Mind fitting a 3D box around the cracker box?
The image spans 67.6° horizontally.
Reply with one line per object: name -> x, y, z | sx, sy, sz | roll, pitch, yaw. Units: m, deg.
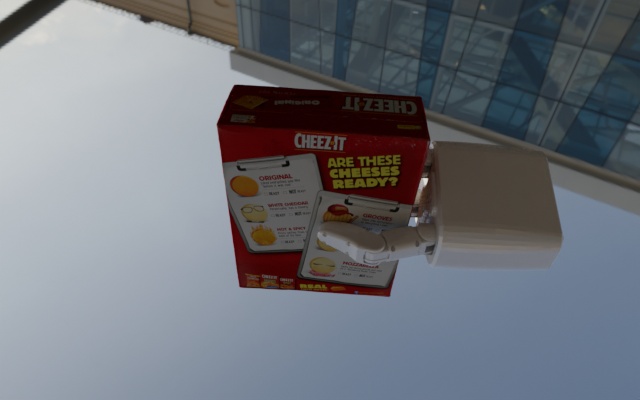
cracker box -> 0.000, 0.002, 0.454 | 0.164, 0.214, 0.072 | 4, 45, 1
